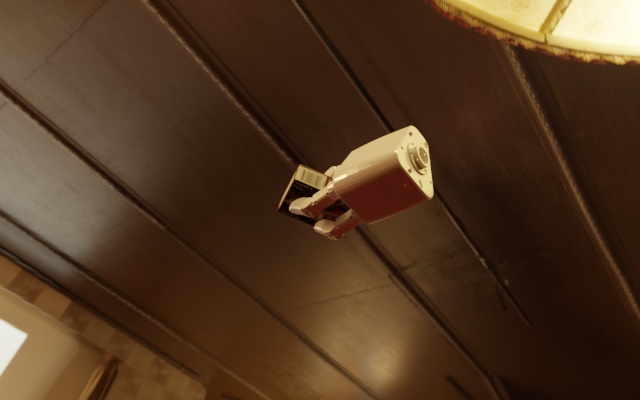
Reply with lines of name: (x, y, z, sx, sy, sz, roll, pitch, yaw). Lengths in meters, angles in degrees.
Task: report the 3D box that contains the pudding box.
pudding box: (0.000, 0.002, 0.744, 0.113, 0.039, 0.090, 24, -41, -7)
